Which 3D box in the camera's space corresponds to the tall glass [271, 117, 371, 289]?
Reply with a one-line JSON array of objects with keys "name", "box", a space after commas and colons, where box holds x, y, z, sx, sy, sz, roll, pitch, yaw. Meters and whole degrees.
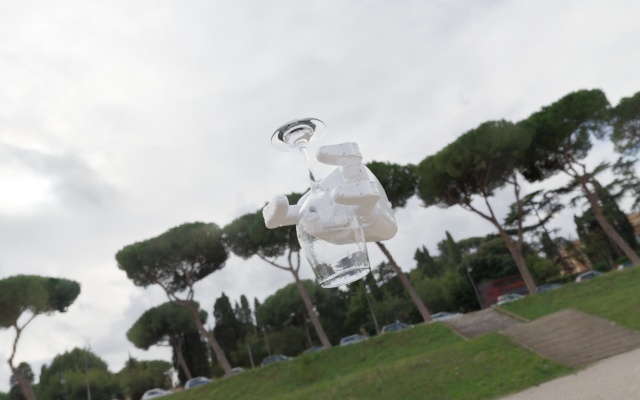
[{"name": "tall glass", "box": [0.000, 0.001, 0.582, 0.079, 0.201, 0.079, -15, -23, -7]}]
